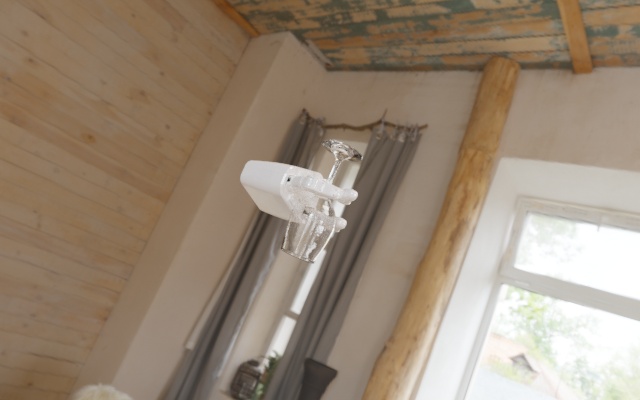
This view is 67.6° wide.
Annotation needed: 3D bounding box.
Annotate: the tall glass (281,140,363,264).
[{"bbox_3d":[0.000,0.002,0.806,0.079,0.201,0.079,22,-13,5],"label":"tall glass"}]
